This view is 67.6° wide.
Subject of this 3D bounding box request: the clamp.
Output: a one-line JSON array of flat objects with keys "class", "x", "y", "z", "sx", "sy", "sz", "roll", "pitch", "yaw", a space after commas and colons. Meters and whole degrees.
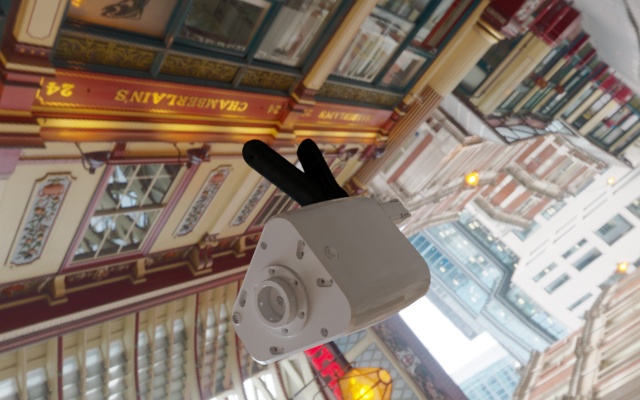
[{"class": "clamp", "x": 0.000, "y": 0.002, "z": 0.451, "sx": 0.120, "sy": 0.171, "sz": 0.039, "roll": -8, "pitch": -36, "yaw": -53}]
